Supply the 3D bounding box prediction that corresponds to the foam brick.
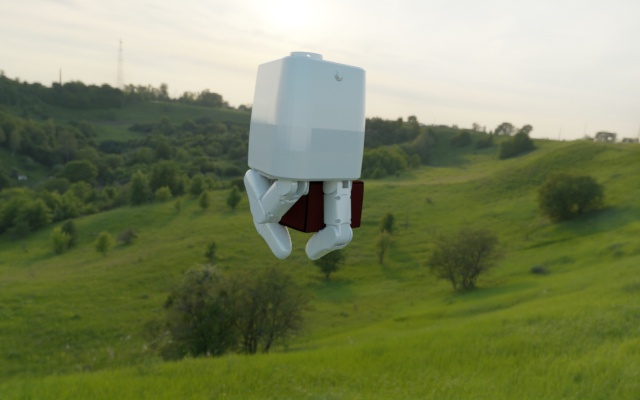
[{"bbox_3d":[0.000,0.002,0.501,0.078,0.051,0.053,-3,11,-41],"label":"foam brick"}]
